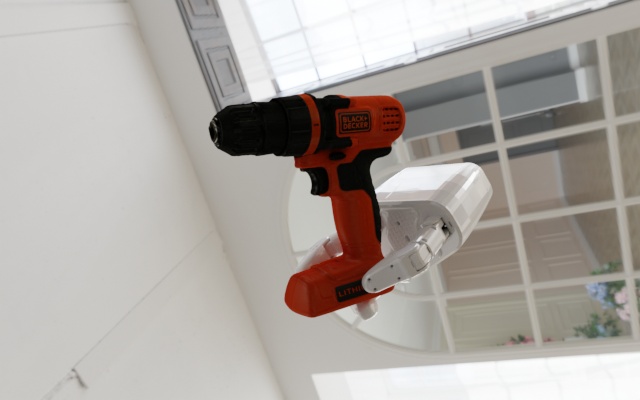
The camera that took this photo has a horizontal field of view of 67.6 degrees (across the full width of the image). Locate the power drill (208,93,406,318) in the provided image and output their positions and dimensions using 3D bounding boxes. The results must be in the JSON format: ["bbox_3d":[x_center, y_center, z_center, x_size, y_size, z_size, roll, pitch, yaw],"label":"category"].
[{"bbox_3d":[0.000,0.002,0.419,0.184,0.188,0.057,-10,13,-29],"label":"power drill"}]
